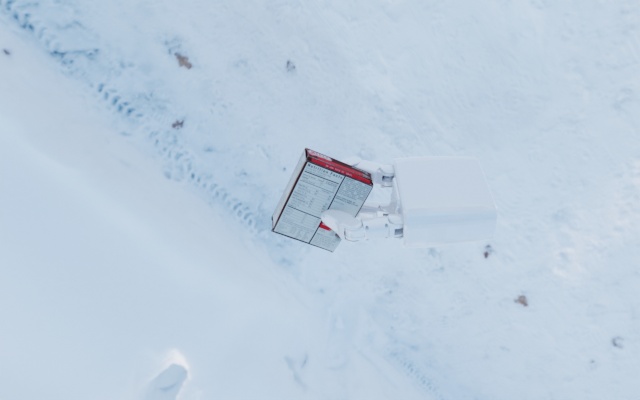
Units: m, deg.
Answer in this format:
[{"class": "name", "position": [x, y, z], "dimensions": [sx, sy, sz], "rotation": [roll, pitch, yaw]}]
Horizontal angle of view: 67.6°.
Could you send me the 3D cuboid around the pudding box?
[{"class": "pudding box", "position": [0.000, 0.002, 0.589], "dimensions": [0.090, 0.113, 0.039], "rotation": [21, 27, -14]}]
